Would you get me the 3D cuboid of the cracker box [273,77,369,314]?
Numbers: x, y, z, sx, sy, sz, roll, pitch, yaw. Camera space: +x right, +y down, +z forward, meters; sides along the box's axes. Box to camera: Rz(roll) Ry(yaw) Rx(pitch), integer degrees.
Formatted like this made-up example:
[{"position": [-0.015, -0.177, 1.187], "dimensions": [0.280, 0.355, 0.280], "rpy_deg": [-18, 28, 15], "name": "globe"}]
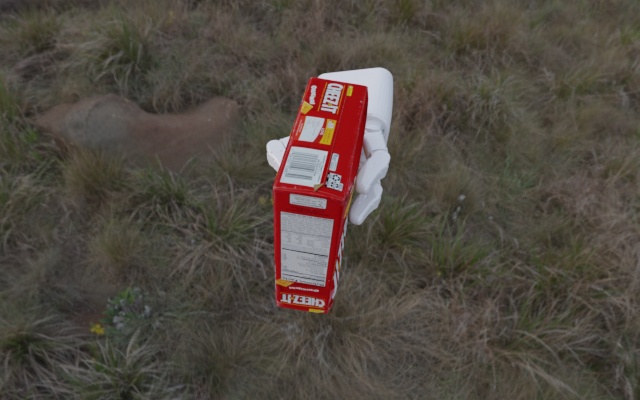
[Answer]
[{"position": [0.000, 0.002, 0.530], "dimensions": [0.072, 0.164, 0.214], "rpy_deg": [10, -40, 4], "name": "cracker box"}]
